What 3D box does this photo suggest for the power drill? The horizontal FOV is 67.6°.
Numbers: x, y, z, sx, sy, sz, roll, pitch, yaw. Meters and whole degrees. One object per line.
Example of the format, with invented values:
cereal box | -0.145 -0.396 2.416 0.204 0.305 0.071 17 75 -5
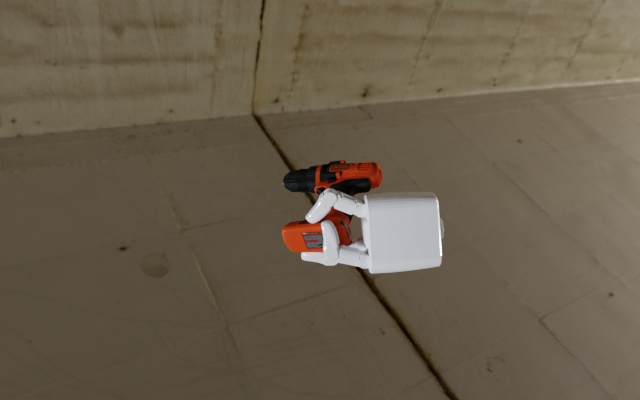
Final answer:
power drill | 0.000 0.003 0.798 0.184 0.057 0.187 -5 39 23
